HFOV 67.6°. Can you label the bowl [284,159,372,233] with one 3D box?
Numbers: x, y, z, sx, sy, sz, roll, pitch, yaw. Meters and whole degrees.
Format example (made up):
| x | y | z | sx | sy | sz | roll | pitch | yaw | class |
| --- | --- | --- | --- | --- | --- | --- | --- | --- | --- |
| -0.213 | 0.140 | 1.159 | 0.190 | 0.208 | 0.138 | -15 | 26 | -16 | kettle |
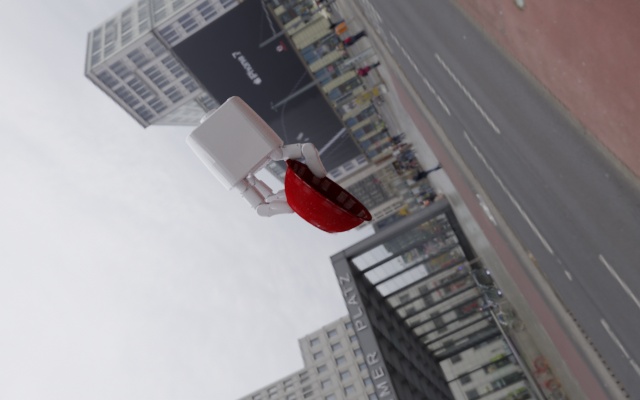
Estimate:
| x | y | z | sx | sy | sz | roll | pitch | yaw | class |
| --- | --- | --- | --- | --- | --- | --- | --- | --- | --- |
| 0.001 | 0.004 | 0.745 | 0.162 | 0.055 | 0.162 | 33 | 12 | -8 | bowl |
